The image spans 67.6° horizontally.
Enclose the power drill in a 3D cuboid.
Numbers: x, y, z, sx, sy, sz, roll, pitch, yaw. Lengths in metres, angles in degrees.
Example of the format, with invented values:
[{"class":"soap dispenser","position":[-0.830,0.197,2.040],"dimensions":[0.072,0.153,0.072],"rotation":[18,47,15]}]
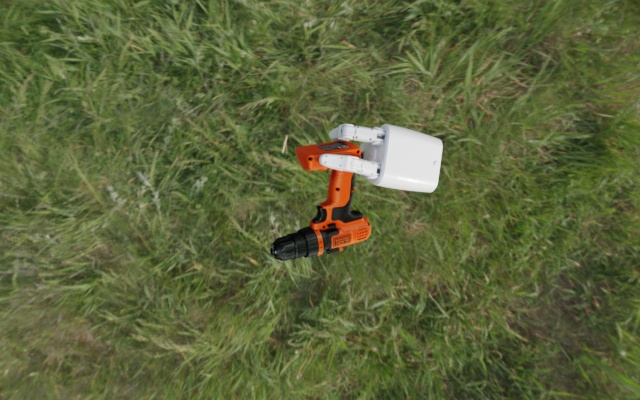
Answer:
[{"class":"power drill","position":[0.000,0.002,0.785],"dimensions":[0.184,0.188,0.057],"rotation":[-14,28,-27]}]
